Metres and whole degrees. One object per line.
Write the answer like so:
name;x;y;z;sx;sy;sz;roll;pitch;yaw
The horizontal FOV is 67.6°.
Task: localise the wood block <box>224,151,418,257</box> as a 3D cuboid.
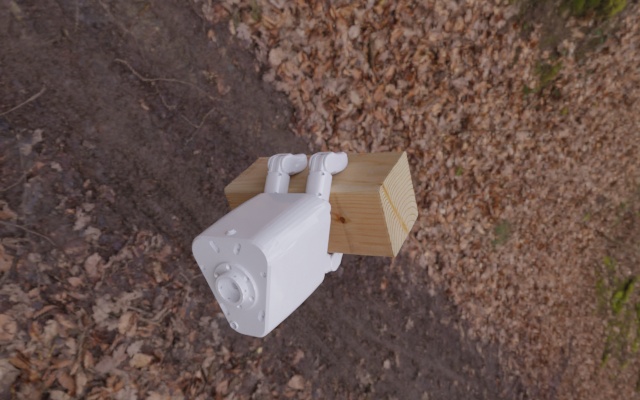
wood block;0.000;0.002;0.580;0.206;0.091;0.090;1;33;31
